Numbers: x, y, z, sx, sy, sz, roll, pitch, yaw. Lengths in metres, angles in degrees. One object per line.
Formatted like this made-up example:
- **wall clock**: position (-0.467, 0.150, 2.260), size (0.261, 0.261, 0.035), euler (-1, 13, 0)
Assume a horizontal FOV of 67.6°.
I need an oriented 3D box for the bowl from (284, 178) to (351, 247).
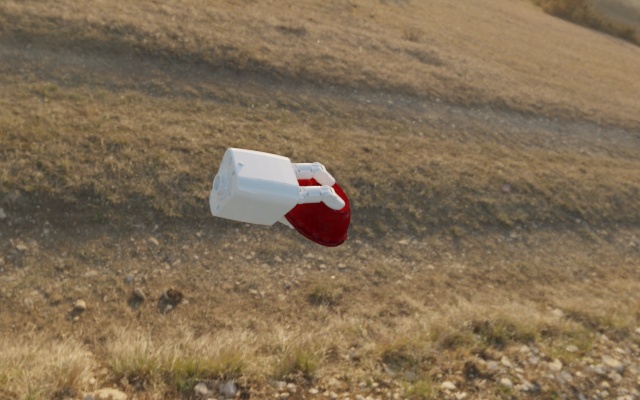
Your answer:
- **bowl**: position (0.001, 0.003, 0.851), size (0.162, 0.162, 0.055), euler (0, -40, -52)
